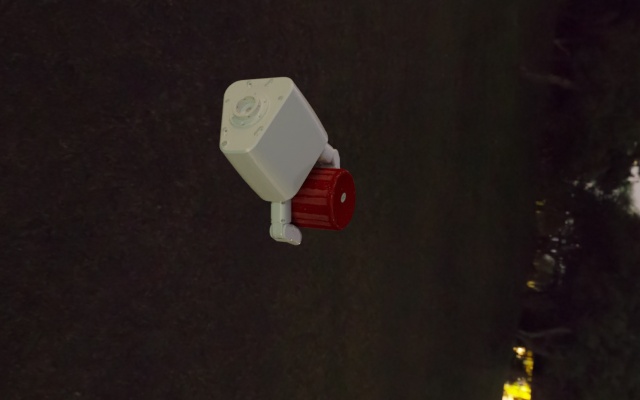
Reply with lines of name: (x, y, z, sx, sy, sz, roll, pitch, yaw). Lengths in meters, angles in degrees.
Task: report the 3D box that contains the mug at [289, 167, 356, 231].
mug: (0.001, 0.003, 0.649, 0.081, 0.093, 0.117, 4, -25, 27)
